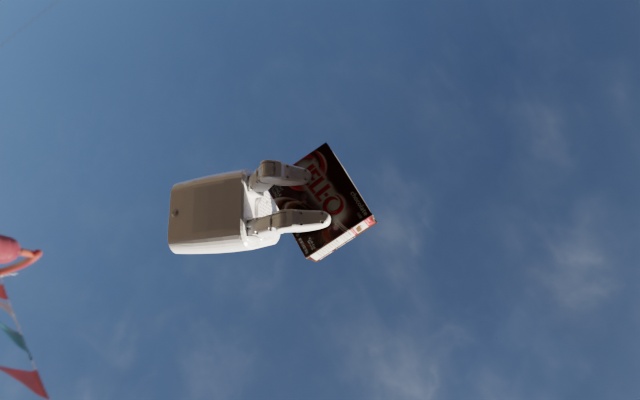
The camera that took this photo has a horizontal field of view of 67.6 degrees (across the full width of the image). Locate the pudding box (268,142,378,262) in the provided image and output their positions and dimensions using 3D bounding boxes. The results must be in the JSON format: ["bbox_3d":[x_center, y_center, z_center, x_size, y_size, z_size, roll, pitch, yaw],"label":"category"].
[{"bbox_3d":[0.000,0.002,0.560,0.090,0.113,0.039,-34,-23,7],"label":"pudding box"}]
